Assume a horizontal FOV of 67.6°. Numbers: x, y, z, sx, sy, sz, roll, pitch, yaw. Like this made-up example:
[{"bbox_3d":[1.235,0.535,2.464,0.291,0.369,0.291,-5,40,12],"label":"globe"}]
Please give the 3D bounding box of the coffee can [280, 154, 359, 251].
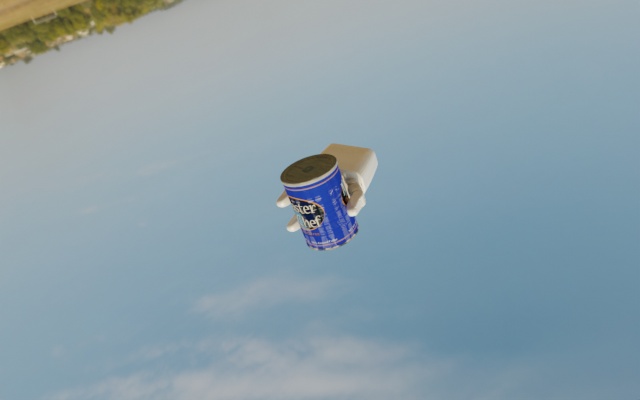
[{"bbox_3d":[0.000,0.003,0.847,0.103,0.140,0.102,-16,27,8],"label":"coffee can"}]
